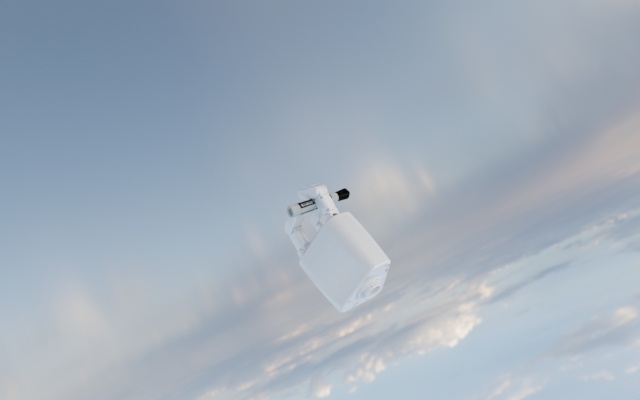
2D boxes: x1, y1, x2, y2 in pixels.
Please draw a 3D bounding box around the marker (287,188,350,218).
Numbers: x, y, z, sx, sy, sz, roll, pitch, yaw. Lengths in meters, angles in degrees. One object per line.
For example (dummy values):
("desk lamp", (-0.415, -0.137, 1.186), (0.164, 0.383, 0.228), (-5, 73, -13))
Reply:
("marker", (0.000, 0.002, 0.763), (0.121, 0.020, 0.020), (-18, 11, -36))
